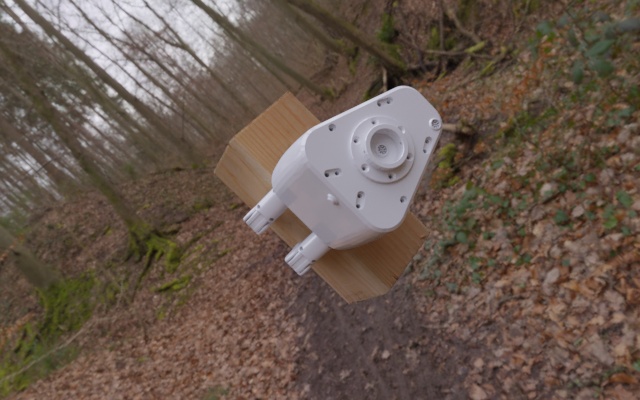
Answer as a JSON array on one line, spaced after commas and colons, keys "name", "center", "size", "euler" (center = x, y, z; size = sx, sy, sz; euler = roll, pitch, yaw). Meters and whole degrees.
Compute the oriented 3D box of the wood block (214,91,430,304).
[{"name": "wood block", "center": [0.000, 0.001, 0.504], "size": [0.090, 0.206, 0.090], "euler": [-47, 4, -29]}]
